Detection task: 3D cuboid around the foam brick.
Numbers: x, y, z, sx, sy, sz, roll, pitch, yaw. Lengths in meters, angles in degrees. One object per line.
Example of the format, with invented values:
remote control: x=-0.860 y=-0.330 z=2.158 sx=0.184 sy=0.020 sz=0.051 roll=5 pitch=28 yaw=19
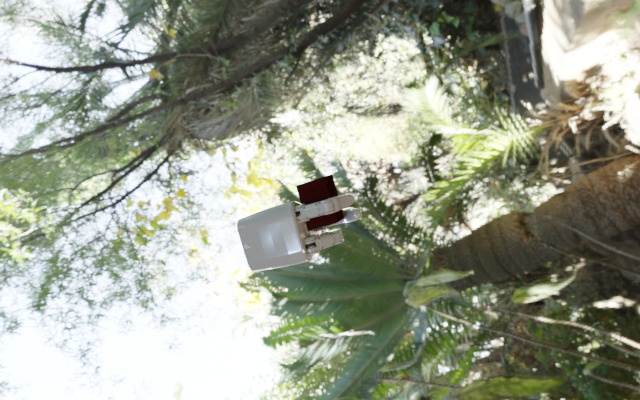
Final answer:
foam brick: x=0.000 y=0.002 z=0.781 sx=0.051 sy=0.078 sz=0.053 roll=-15 pitch=2 yaw=18
